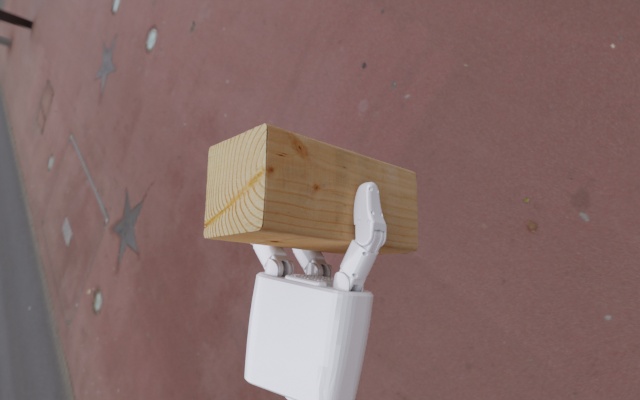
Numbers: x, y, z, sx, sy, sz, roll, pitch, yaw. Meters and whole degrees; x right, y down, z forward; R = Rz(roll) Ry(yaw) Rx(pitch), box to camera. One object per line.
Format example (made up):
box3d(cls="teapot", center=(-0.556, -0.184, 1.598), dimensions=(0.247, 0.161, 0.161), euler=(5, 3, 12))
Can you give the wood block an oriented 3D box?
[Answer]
box3d(cls="wood block", center=(0.000, 0.002, 0.477), dimensions=(0.206, 0.090, 0.091), euler=(12, -16, -42))
